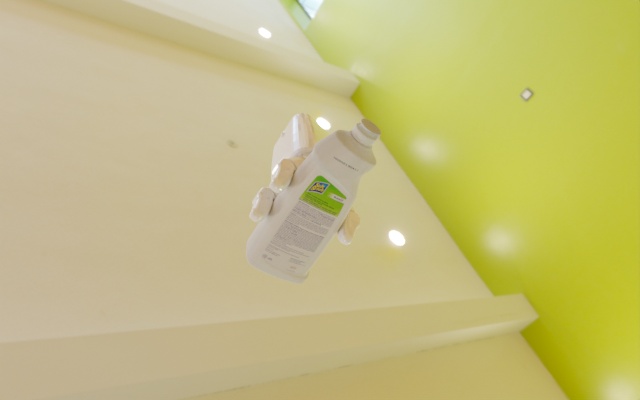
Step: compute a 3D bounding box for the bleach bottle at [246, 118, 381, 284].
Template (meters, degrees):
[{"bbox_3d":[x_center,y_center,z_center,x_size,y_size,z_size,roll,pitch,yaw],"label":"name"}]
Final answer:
[{"bbox_3d":[0.000,0.002,0.623,0.102,0.251,0.068,24,33,-23],"label":"bleach bottle"}]
